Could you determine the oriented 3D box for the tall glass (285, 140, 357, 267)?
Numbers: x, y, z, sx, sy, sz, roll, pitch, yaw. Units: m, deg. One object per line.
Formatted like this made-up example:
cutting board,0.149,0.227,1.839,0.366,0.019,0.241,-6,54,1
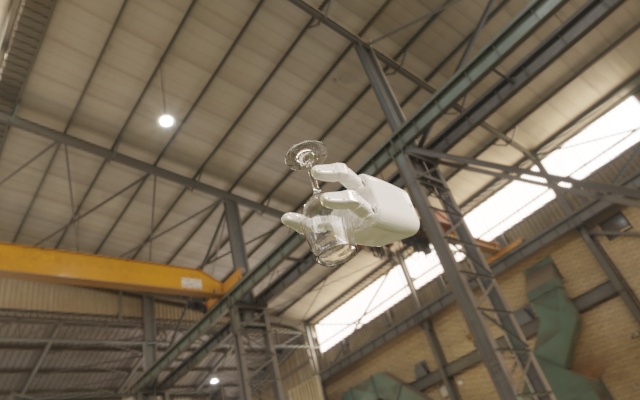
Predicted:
tall glass,0.000,0.002,0.752,0.079,0.201,0.079,-11,-35,-8
